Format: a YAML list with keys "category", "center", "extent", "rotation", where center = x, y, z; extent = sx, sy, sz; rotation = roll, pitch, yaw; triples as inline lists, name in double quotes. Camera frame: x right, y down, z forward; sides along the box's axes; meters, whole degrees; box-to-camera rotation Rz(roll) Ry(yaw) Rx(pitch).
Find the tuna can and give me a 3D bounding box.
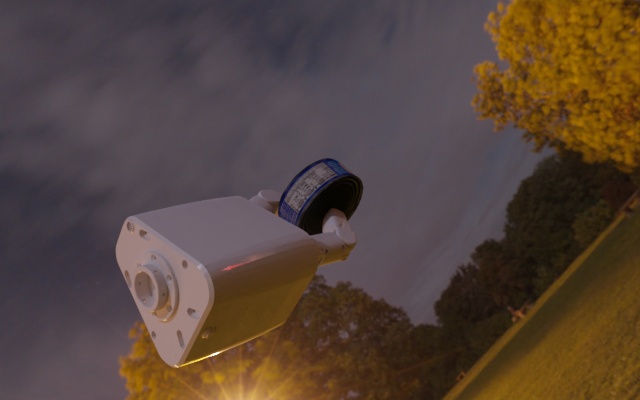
- category: "tuna can"
  center: [0.000, 0.001, 0.473]
  extent: [0.033, 0.086, 0.086]
  rotation: [42, 24, 29]
